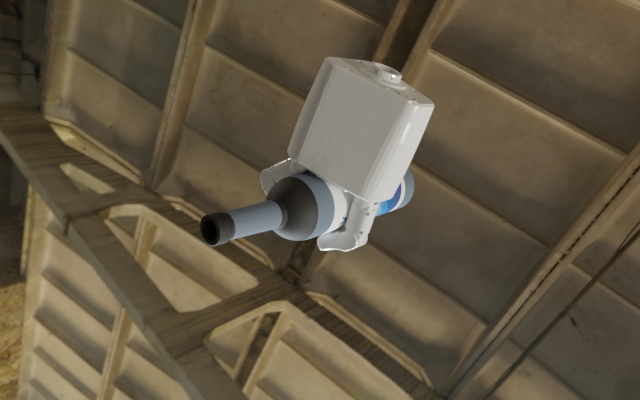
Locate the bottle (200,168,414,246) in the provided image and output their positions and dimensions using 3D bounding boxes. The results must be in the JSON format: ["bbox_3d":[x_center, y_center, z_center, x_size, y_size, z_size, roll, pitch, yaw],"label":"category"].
[{"bbox_3d":[0.000,0.002,0.509,0.069,0.069,0.295,0,9,40],"label":"bottle"}]
